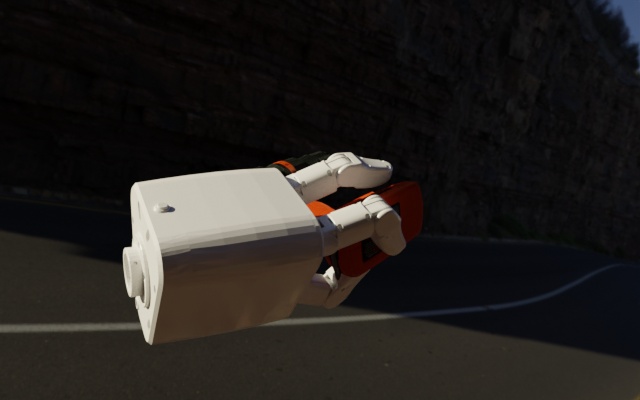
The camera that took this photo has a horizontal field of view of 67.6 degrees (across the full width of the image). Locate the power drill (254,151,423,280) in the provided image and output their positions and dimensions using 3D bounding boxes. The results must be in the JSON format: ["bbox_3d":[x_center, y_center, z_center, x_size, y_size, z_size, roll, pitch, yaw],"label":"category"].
[{"bbox_3d":[0.000,0.002,0.460,0.187,0.057,0.184,13,31,43],"label":"power drill"}]
